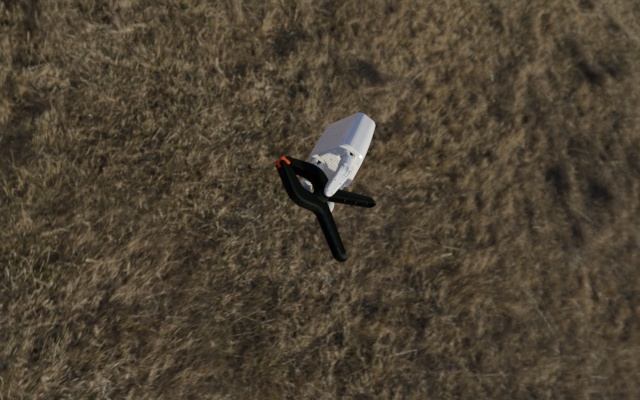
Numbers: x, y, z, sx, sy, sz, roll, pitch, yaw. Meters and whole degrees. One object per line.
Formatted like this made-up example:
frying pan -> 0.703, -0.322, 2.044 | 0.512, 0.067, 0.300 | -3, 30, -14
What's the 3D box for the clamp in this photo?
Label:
clamp -> 0.000, 0.002, 0.864 | 0.210, 0.164, 0.036 | 36, -41, -14
